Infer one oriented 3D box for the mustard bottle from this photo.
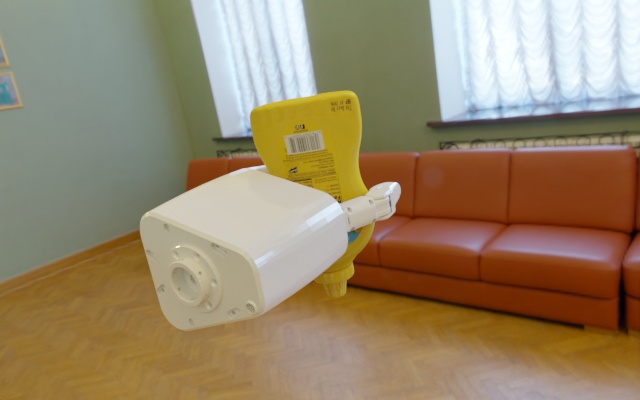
[{"bbox_3d":[0.000,0.001,0.442,0.096,0.192,0.058,-7,15,10],"label":"mustard bottle"}]
